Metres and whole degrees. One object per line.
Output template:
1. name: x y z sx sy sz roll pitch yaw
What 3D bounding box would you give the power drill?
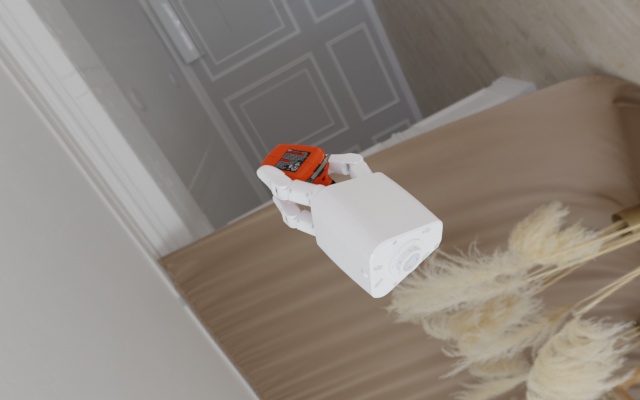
1. power drill: 0.000 0.002 0.673 0.184 0.057 0.188 11 -29 50
